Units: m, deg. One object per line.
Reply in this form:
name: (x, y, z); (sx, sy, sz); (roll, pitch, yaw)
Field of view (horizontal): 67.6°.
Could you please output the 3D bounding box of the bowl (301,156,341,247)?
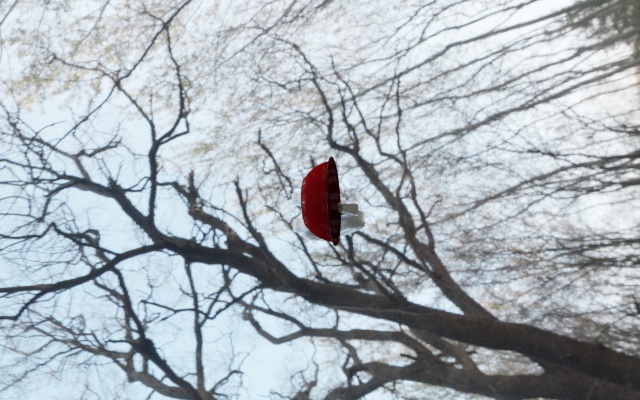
bowl: (-0.001, 0.002, 0.859); (0.055, 0.162, 0.162); (-3, -1, 9)
